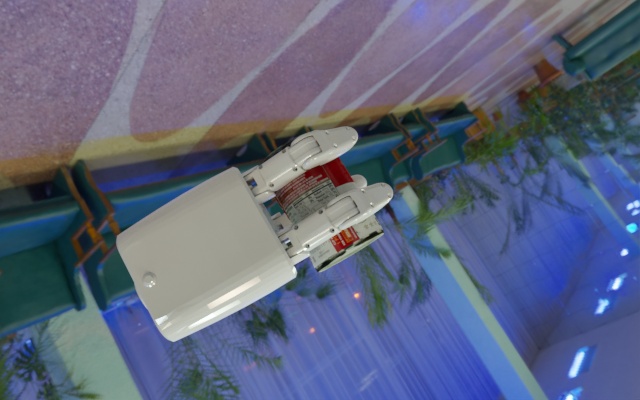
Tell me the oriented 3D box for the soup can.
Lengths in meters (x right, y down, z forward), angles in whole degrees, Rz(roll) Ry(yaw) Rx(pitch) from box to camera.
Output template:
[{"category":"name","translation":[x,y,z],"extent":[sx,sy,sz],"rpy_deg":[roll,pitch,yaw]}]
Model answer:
[{"category":"soup can","translation":[0.001,0.001,0.409],"extent":[0.068,0.102,0.068],"rpy_deg":[-30,-10,-6]}]
